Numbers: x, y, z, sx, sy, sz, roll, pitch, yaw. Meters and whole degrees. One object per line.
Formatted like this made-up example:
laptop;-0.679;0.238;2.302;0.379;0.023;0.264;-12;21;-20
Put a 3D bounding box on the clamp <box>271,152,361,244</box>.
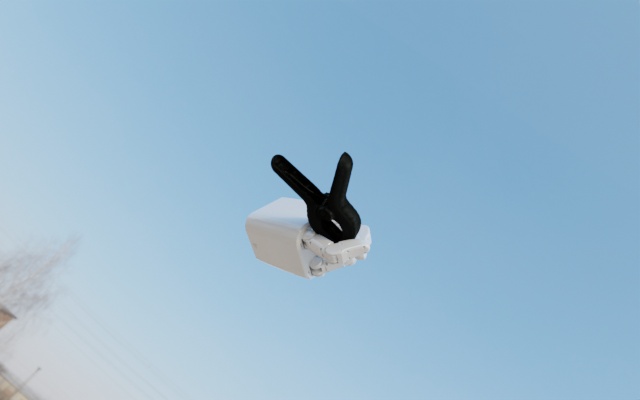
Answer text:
clamp;0.001;0.002;0.649;0.120;0.172;0.039;14;44;32
